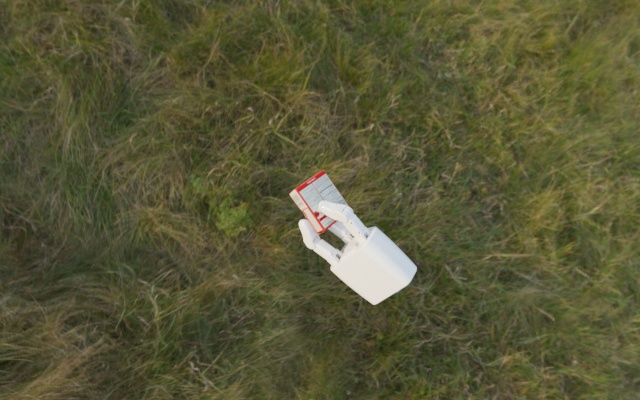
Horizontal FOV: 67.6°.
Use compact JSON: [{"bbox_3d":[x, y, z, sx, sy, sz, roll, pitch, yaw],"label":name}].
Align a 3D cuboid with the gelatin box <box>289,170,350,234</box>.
[{"bbox_3d":[0.000,0.002,0.835,0.073,0.089,0.030,-37,3,-33],"label":"gelatin box"}]
